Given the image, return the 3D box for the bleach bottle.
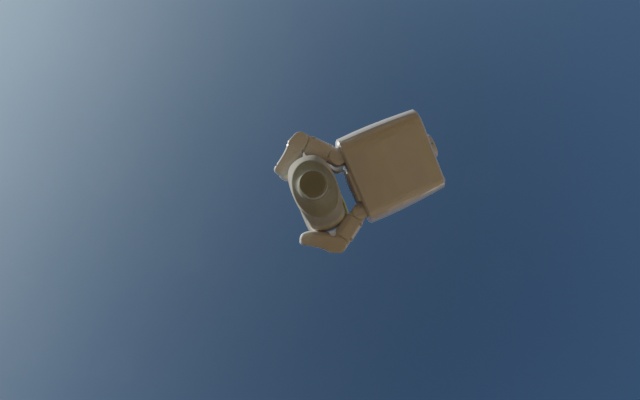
[{"bbox_3d":[0.000,0.002,0.619,0.068,0.102,0.251,-24,-6,0],"label":"bleach bottle"}]
